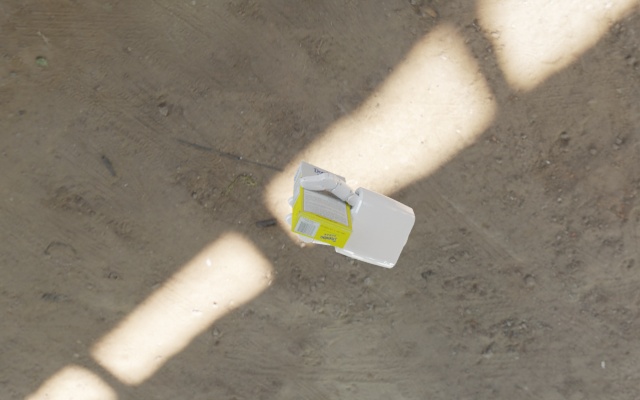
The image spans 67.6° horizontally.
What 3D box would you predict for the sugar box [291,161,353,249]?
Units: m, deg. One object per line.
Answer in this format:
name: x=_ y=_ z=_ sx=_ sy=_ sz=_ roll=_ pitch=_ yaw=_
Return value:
sugar box: x=0.000 y=0.003 z=0.817 sx=0.093 sy=0.048 sz=0.176 roll=21 pitch=26 yaw=-13
